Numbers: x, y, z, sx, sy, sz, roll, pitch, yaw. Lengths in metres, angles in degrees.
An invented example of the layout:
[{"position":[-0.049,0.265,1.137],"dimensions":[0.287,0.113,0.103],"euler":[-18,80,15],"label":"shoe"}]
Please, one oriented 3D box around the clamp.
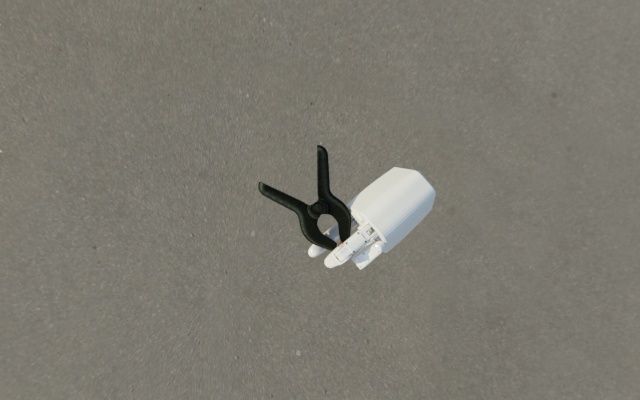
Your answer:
[{"position":[0.000,0.003,0.734],"dimensions":[0.120,0.171,0.039],"euler":[-41,-1,3],"label":"clamp"}]
